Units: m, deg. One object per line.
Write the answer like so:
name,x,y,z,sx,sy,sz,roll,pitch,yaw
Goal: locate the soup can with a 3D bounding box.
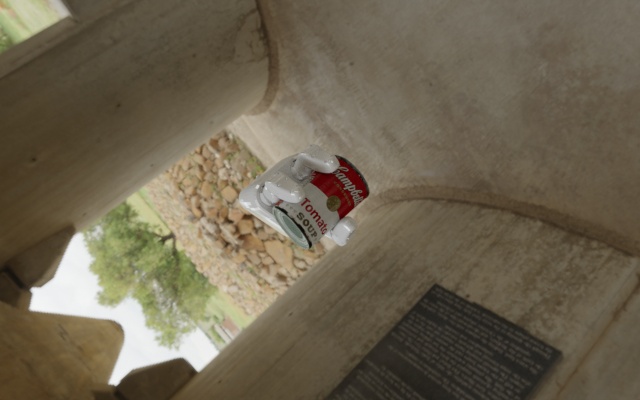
soup can,0.000,0.002,0.577,0.102,0.068,0.068,-41,16,-19
